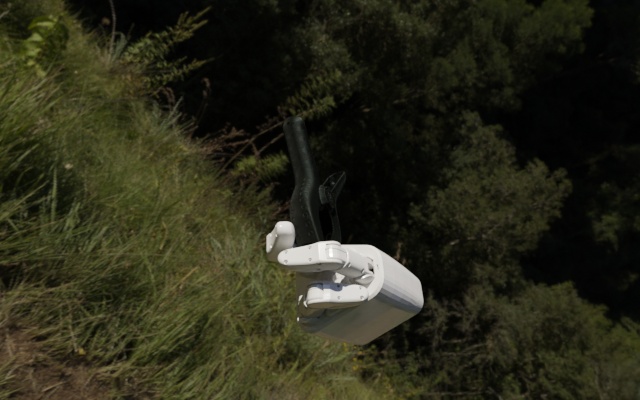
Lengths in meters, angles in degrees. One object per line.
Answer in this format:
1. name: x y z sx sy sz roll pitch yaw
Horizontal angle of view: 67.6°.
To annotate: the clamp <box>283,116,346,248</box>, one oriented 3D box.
1. clamp: 0.001 0.002 0.526 0.039 0.171 0.120 -21 -34 29
